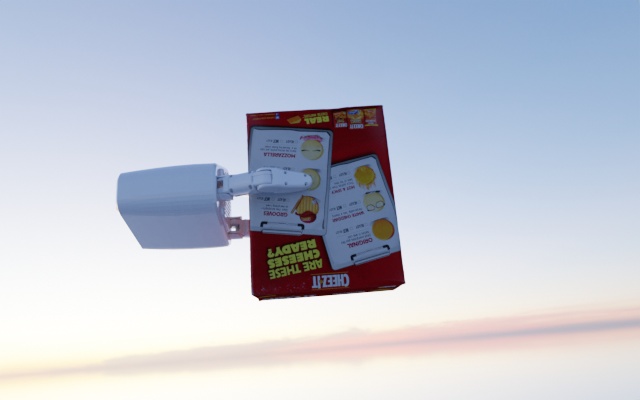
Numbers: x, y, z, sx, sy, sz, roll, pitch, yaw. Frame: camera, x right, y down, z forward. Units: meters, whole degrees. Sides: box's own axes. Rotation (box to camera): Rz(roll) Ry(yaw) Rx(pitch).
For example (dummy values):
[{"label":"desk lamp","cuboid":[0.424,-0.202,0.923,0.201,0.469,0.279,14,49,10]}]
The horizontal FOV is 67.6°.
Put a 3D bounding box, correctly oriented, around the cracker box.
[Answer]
[{"label":"cracker box","cuboid":[0.000,0.002,0.556,0.164,0.213,0.072,-4,-17,-2]}]
